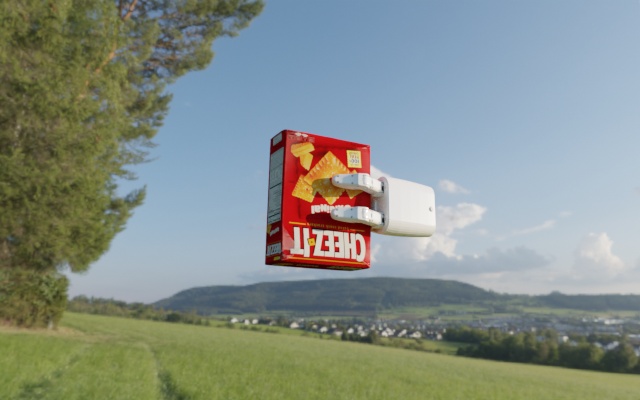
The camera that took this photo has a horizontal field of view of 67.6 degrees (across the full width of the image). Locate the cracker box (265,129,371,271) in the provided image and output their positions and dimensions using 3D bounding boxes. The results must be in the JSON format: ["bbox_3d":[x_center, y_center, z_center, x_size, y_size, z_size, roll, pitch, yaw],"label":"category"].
[{"bbox_3d":[0.000,0.002,0.785,0.164,0.213,0.072,8,-15,-27],"label":"cracker box"}]
